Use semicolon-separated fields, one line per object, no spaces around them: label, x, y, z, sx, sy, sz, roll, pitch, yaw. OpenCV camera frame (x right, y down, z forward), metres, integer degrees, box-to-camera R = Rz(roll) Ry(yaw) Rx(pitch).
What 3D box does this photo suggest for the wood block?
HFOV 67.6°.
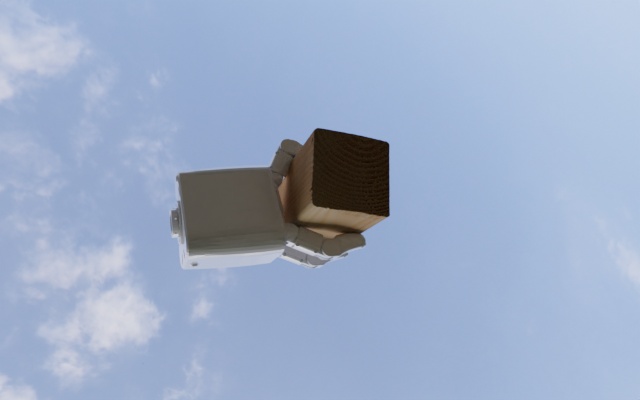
wood block;0.000;0.002;0.591;0.090;0.090;0.206;8;-21;-18
